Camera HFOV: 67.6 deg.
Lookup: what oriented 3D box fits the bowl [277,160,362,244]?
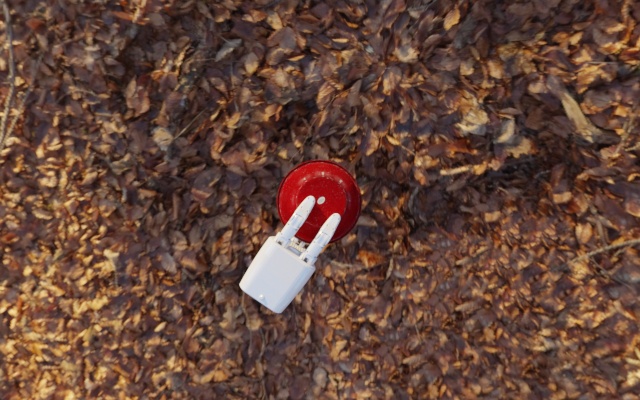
[{"bbox_3d":[0.001,0.002,0.876,0.162,0.162,0.055,0,-1,-4],"label":"bowl"}]
